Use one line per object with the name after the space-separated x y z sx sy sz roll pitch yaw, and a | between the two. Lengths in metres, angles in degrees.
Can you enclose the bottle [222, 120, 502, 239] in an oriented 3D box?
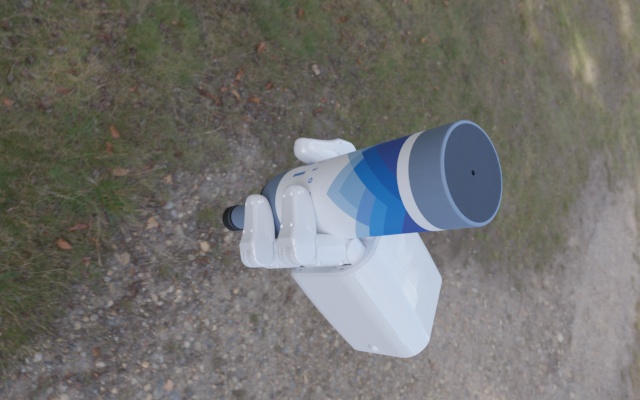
0.000 0.001 0.404 0.069 0.069 0.296 0 -7 -40 | bottle
